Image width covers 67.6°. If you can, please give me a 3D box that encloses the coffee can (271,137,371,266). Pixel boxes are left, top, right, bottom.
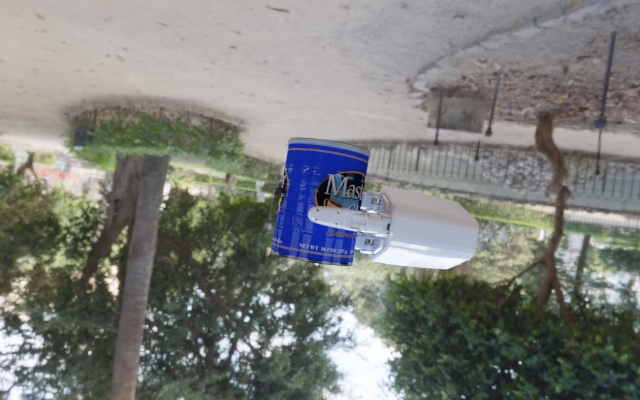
[{"bbox_3d":[0.000,0.002,0.587,0.103,0.140,0.103,9,-1,0],"label":"coffee can"}]
